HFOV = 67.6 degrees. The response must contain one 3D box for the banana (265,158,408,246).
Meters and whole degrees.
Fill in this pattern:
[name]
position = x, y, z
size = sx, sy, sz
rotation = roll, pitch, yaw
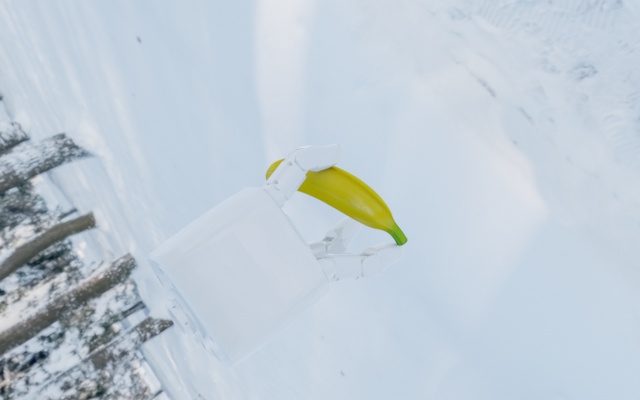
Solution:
[banana]
position = -0.001, -0.011, 0.493
size = 0.197, 0.070, 0.037
rotation = 27, 53, 38
